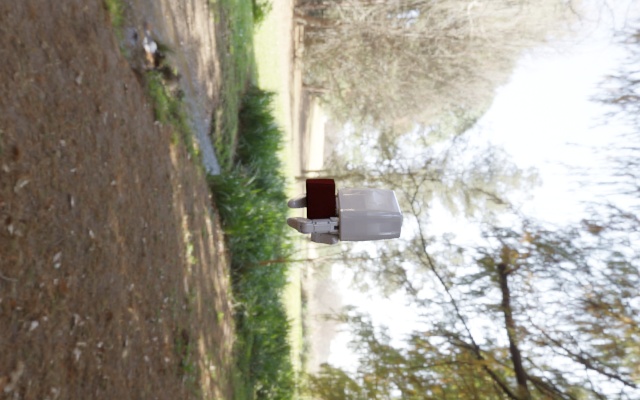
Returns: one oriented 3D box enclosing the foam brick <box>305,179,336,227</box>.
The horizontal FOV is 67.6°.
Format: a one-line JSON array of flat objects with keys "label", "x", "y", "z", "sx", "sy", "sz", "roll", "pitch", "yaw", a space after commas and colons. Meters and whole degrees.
[{"label": "foam brick", "x": 0.000, "y": 0.002, "z": 0.838, "sx": 0.051, "sy": 0.078, "sz": 0.053, "roll": -1, "pitch": 14, "yaw": -1}]
